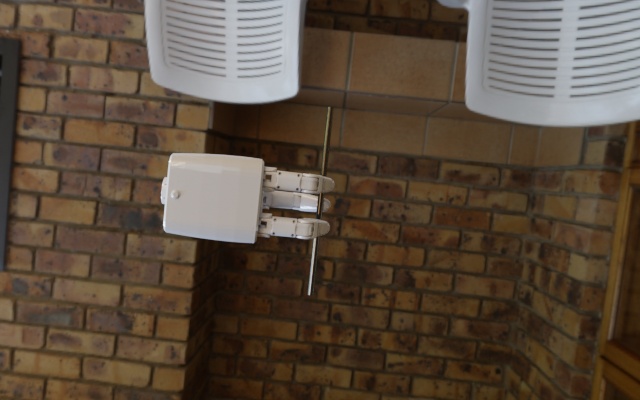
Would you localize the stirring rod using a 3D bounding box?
[{"bbox_3d":[0.000,0.002,0.610,0.011,0.239,0.011,6,3,0],"label":"stirring rod"}]
